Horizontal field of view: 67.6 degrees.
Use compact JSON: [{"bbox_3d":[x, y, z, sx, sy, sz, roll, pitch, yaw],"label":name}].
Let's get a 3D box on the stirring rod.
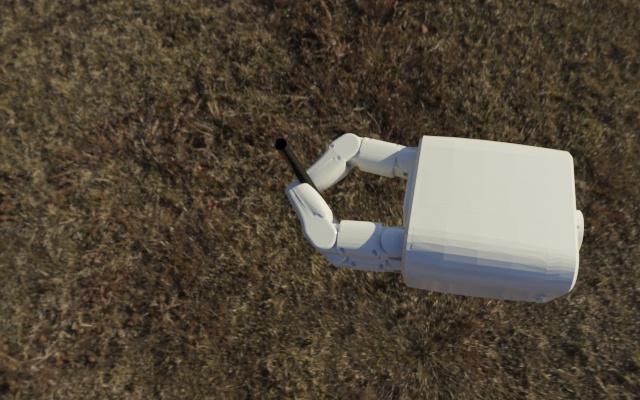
[{"bbox_3d":[0.000,0.001,0.404,0.011,0.011,0.240,0,-17,12],"label":"stirring rod"}]
